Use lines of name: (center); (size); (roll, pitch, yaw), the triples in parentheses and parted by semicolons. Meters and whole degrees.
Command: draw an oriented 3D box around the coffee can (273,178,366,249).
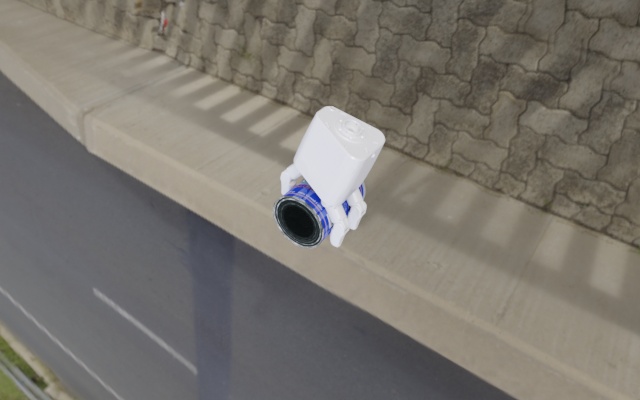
coffee can: (0.000, 0.003, 0.832); (0.103, 0.103, 0.140); (0, 30, 40)
